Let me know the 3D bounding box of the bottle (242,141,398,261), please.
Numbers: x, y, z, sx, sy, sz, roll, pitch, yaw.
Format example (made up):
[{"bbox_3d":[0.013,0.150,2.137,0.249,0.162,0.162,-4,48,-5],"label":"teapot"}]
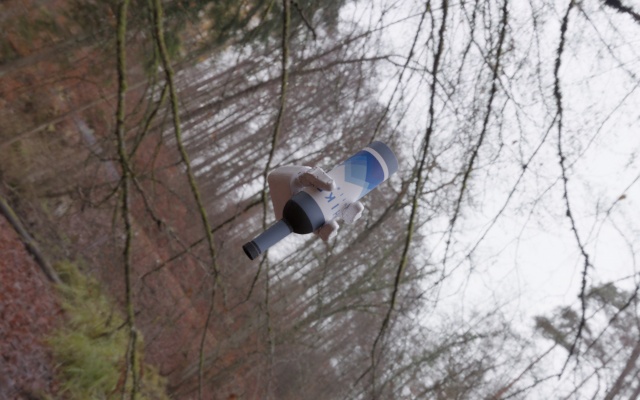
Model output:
[{"bbox_3d":[0.000,0.002,0.784,0.295,0.069,0.069,-35,14,-21],"label":"bottle"}]
